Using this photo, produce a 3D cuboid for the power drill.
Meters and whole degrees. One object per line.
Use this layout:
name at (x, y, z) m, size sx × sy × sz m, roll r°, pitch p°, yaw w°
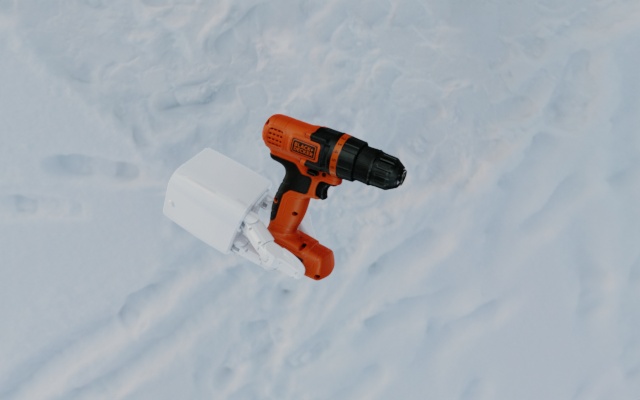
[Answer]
power drill at (0.000, 0.002, 0.594) m, size 0.184 × 0.188 × 0.057 m, roll 24°, pitch 25°, yaw 21°
